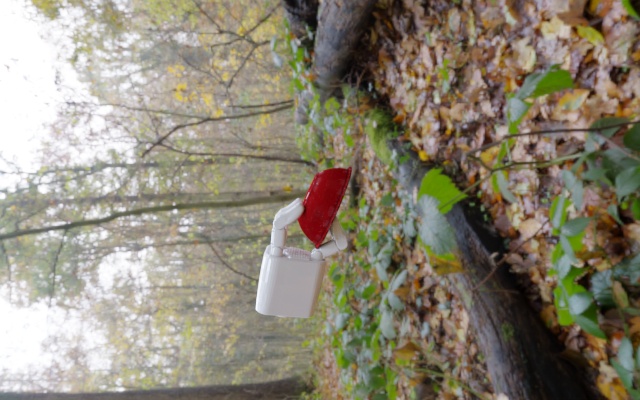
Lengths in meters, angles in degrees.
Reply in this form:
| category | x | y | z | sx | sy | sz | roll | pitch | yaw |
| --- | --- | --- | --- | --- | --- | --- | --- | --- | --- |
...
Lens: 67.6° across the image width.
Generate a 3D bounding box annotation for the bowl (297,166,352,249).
| category | x | y | z | sx | sy | sz | roll | pitch | yaw |
| --- | --- | --- | --- | --- | --- | --- | --- | --- | --- |
| bowl | 0.000 | 0.001 | 0.862 | 0.055 | 0.162 | 0.162 | 23 | -2 | -4 |
